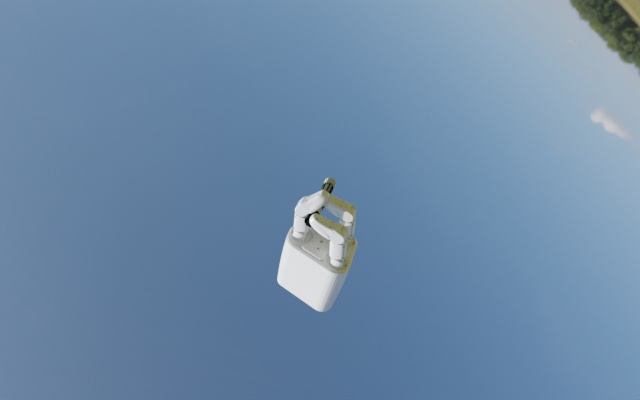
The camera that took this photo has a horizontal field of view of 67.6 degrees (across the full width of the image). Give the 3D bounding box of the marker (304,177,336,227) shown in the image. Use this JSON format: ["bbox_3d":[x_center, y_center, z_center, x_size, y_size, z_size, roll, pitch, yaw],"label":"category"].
[{"bbox_3d":[0.000,0.002,0.755,0.020,0.020,0.121,0,34,20],"label":"marker"}]
